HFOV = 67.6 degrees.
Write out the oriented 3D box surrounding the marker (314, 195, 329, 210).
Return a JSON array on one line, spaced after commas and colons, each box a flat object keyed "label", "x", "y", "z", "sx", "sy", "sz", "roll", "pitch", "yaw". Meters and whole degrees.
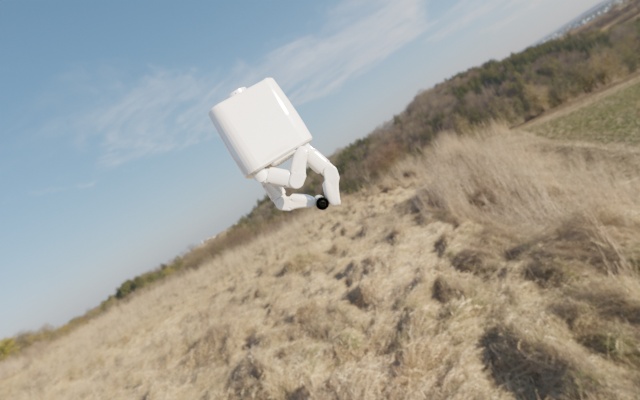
[{"label": "marker", "x": 0.000, "y": 0.002, "z": 0.740, "sx": 0.020, "sy": 0.020, "sz": 0.121, "roll": 0, "pitch": 2, "yaw": -3}]
